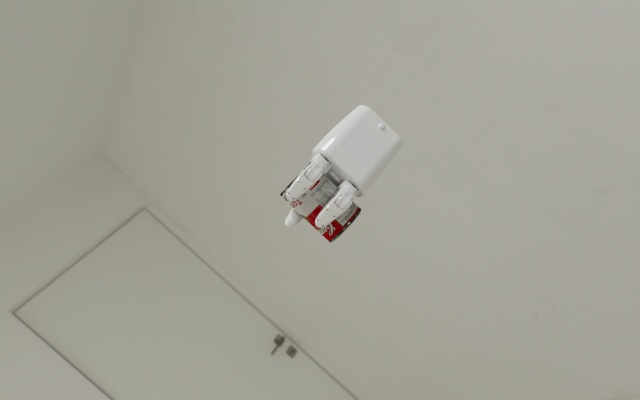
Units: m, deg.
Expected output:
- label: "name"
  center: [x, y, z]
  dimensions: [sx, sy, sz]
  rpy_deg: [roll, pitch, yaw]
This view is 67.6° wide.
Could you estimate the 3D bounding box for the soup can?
- label: "soup can"
  center: [0.000, 0.002, 0.693]
  dimensions: [0.102, 0.068, 0.068]
  rpy_deg: [43, -4, -4]
